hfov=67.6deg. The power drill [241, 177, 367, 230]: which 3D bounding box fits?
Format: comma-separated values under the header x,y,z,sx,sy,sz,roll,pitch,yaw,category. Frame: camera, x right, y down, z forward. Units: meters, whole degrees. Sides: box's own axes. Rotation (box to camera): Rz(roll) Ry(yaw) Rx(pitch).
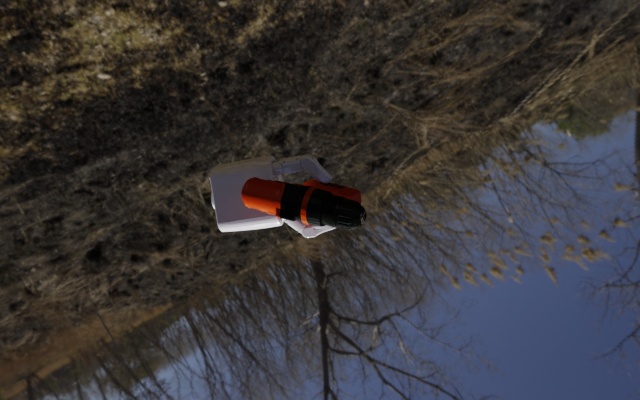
x,y,z,sx,sy,sz,roll,pitch,yaw,category
0.000,0.002,0.722,0.184,0.057,0.187,14,5,21,power drill
